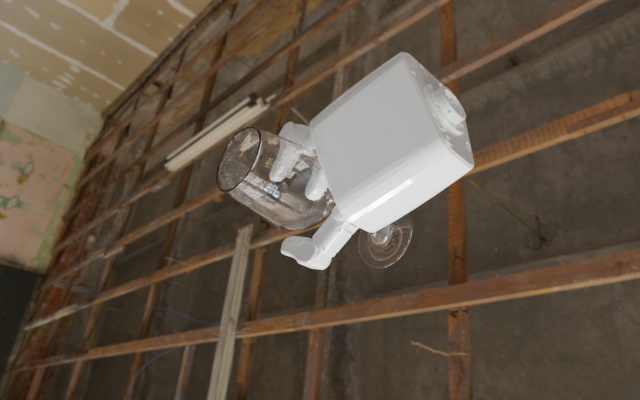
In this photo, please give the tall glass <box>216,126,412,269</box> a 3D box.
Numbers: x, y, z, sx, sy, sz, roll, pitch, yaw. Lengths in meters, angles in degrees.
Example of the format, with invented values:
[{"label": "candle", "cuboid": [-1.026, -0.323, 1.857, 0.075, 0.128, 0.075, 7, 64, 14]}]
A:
[{"label": "tall glass", "cuboid": [0.000, 0.002, 0.463, 0.201, 0.079, 0.079, 28, -17, -37]}]
